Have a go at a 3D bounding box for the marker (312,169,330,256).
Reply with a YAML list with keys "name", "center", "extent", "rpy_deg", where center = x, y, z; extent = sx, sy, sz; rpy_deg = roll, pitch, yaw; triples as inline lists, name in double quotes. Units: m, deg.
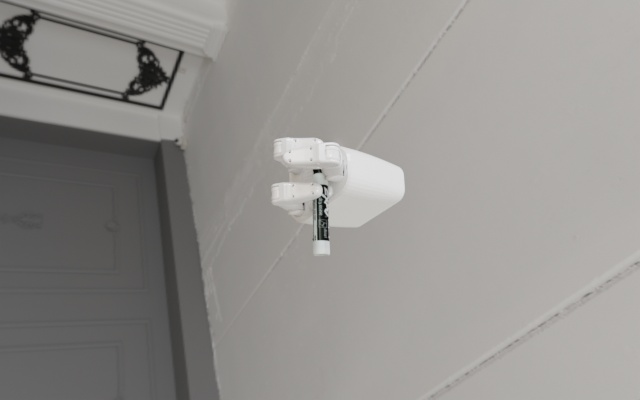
- name: "marker"
  center: [0.000, 0.002, 0.542]
  extent: [0.020, 0.121, 0.020]
  rpy_deg: [-1, -13, 0]
